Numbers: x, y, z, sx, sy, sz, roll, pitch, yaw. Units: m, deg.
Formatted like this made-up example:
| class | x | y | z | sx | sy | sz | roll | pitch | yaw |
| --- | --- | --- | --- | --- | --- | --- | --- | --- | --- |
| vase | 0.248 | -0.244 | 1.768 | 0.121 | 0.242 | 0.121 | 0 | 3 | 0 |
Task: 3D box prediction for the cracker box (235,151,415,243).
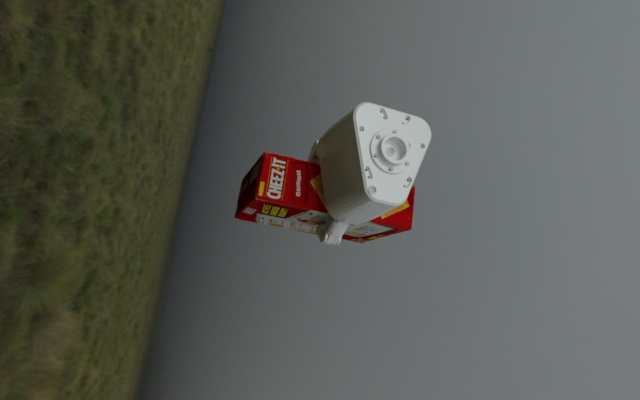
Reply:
| class | x | y | z | sx | sy | sz | roll | pitch | yaw |
| --- | --- | --- | --- | --- | --- | --- | --- | --- | --- |
| cracker box | 0.000 | 0.002 | 0.680 | 0.214 | 0.072 | 0.164 | 13 | -15 | -17 |
